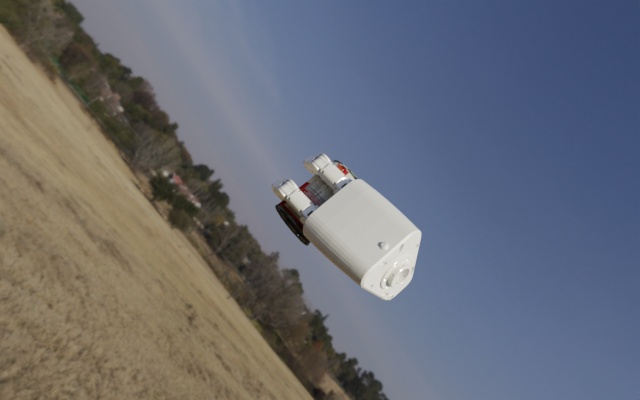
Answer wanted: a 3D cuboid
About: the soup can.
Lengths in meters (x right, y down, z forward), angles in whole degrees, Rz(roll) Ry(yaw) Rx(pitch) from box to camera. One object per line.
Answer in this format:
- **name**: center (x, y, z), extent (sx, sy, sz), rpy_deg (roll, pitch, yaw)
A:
- **soup can**: center (0.000, 0.002, 0.637), extent (0.102, 0.068, 0.068), rpy_deg (-39, 10, -12)
